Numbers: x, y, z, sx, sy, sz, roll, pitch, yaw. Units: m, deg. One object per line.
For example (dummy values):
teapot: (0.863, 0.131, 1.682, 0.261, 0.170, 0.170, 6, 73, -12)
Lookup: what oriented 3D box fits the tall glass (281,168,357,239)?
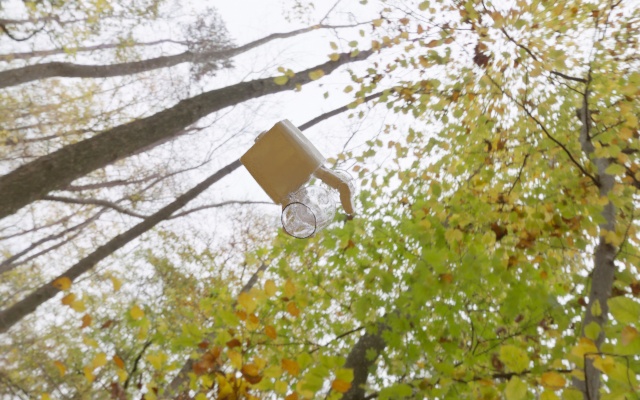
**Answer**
tall glass: (0.001, 0.003, 0.841, 0.079, 0.079, 0.201, 0, 18, 21)
